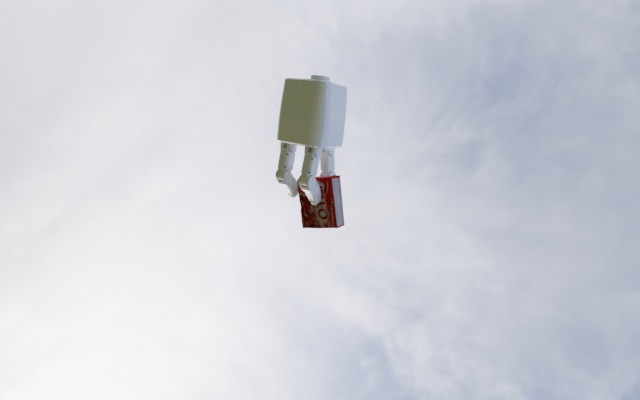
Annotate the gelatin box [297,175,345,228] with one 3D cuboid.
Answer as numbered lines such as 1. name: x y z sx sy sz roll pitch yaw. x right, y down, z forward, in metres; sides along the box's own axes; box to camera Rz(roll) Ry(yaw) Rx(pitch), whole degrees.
1. gelatin box: 0.000 0.003 0.821 0.073 0.089 0.030 -2 7 34
